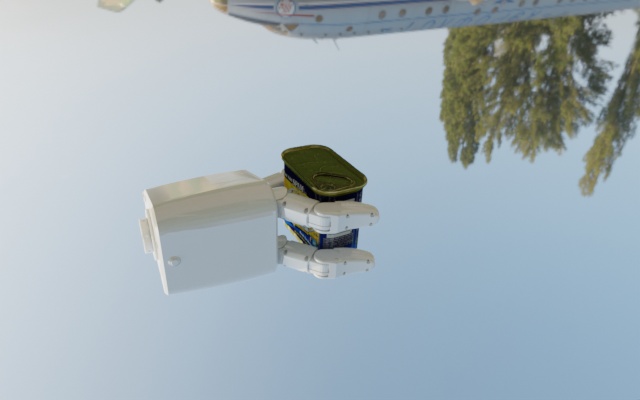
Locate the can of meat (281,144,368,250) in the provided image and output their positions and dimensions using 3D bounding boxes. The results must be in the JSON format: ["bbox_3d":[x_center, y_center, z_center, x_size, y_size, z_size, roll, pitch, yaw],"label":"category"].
[{"bbox_3d":[0.000,0.002,0.489,0.057,0.084,0.102,-13,34,-26],"label":"can of meat"}]
